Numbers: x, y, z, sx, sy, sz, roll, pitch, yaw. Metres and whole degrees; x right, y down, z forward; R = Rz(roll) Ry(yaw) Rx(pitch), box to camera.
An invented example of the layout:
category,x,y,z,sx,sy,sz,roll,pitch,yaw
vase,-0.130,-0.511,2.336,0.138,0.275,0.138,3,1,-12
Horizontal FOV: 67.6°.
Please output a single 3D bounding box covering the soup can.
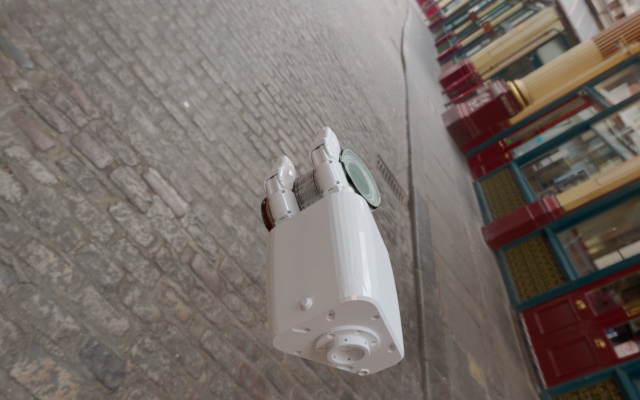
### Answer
category,x,y,z,sx,sy,sz,roll,pitch,yaw
soup can,0.000,0.001,0.481,0.102,0.068,0.068,-31,-13,22
